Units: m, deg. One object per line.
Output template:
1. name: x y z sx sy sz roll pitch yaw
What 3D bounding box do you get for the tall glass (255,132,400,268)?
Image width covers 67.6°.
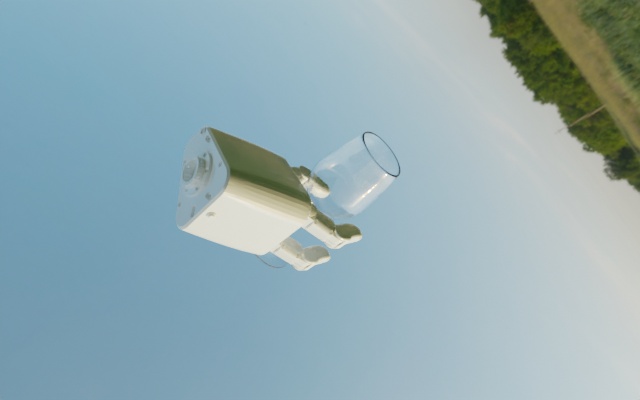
1. tall glass: 0.000 0.002 0.574 0.201 0.079 0.079 -38 -21 29
